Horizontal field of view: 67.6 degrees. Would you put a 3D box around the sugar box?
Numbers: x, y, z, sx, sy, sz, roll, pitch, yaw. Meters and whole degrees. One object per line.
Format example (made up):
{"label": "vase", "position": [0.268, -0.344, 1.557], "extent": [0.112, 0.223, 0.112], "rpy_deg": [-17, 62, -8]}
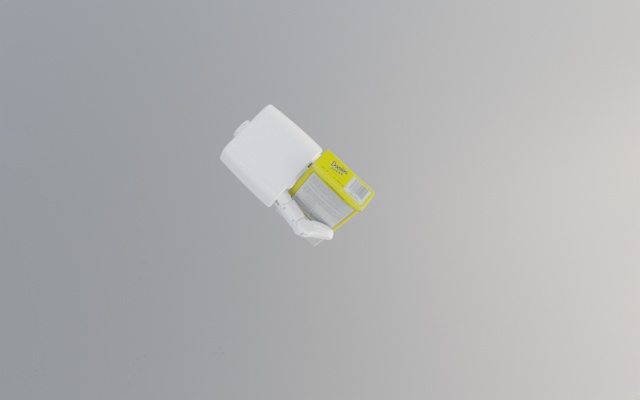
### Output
{"label": "sugar box", "position": [0.000, 0.002, 0.723], "extent": [0.048, 0.093, 0.176], "rpy_deg": [-48, 2, -28]}
